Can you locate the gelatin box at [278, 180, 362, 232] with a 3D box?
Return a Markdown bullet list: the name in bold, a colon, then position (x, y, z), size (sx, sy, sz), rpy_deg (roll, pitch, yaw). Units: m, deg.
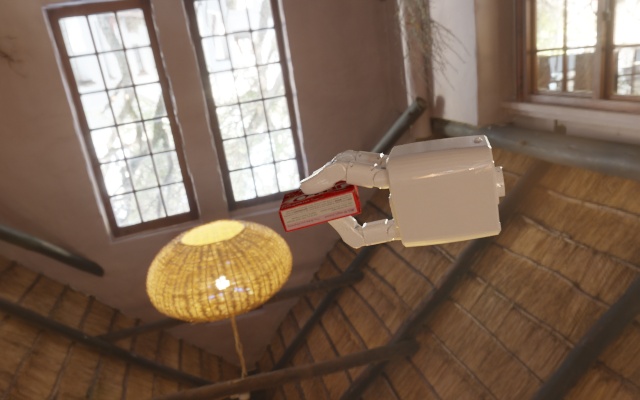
- **gelatin box**: position (0.000, 0.002, 0.549), size (0.089, 0.030, 0.073), rpy_deg (-16, 15, 5)
